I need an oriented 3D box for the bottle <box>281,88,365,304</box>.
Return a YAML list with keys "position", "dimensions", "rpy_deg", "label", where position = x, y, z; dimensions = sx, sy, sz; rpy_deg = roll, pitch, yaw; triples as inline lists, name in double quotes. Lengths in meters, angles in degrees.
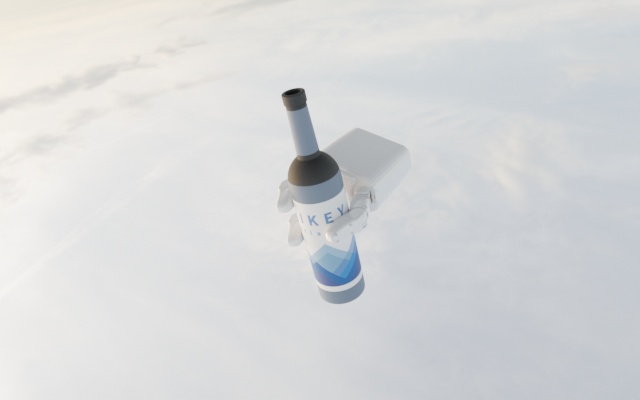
- position: [0.000, 0.002, 0.607]
  dimensions: [0.069, 0.296, 0.069]
  rpy_deg: [-10, 31, 6]
  label: "bottle"
